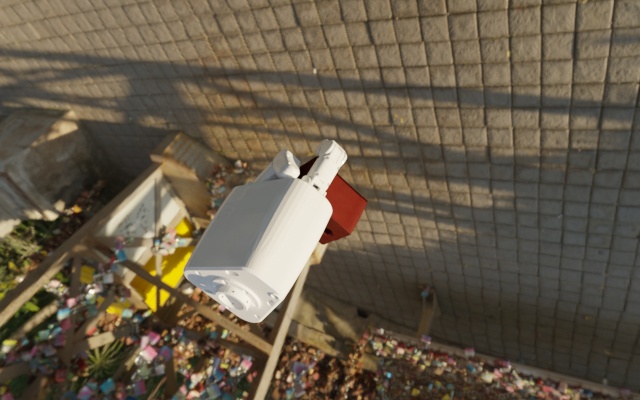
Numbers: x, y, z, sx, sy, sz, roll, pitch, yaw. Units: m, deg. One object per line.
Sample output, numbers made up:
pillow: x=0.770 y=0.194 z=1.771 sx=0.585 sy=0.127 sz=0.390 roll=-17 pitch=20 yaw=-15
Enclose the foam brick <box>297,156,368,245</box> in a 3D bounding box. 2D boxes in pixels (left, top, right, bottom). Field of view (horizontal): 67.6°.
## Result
foam brick: x=0.000 y=0.002 z=0.512 sx=0.078 sy=0.051 sz=0.053 roll=41 pitch=-38 yaw=-19
